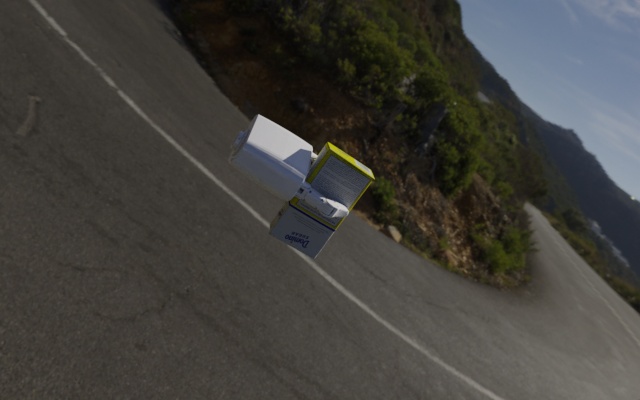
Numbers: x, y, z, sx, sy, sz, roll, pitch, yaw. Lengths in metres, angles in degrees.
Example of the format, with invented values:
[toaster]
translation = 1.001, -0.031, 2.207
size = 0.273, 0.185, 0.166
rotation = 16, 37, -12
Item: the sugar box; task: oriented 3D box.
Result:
[sugar box]
translation = 0.000, 0.002, 0.790
size = 0.093, 0.176, 0.048
rotation = 32, 19, -17
